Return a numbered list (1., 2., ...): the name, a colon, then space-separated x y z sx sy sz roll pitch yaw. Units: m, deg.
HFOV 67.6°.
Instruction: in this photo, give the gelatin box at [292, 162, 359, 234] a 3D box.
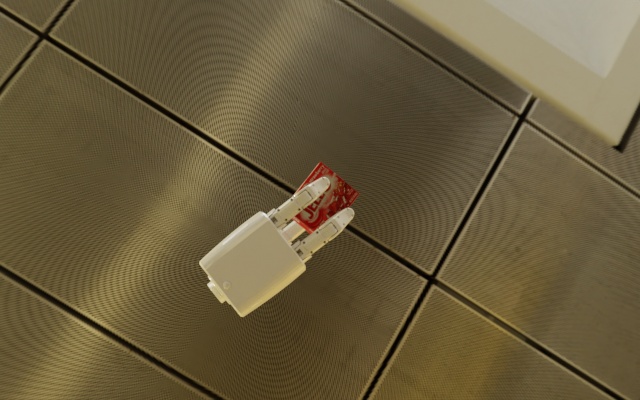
1. gelatin box: 0.000 0.002 0.679 0.073 0.089 0.030 39 -18 -4
